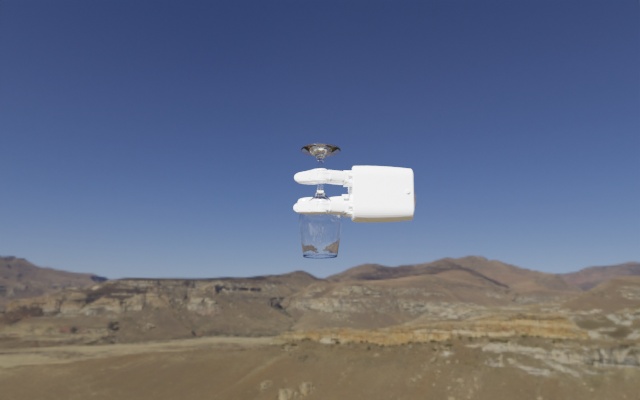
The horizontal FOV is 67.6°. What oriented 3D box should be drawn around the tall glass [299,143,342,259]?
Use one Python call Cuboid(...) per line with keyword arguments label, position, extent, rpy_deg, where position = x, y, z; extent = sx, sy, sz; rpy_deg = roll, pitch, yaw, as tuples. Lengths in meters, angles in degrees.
Cuboid(label="tall glass", position=(0.000, 0.002, 0.869), extent=(0.079, 0.201, 0.079), rpy_deg=(1, -12, 0))
